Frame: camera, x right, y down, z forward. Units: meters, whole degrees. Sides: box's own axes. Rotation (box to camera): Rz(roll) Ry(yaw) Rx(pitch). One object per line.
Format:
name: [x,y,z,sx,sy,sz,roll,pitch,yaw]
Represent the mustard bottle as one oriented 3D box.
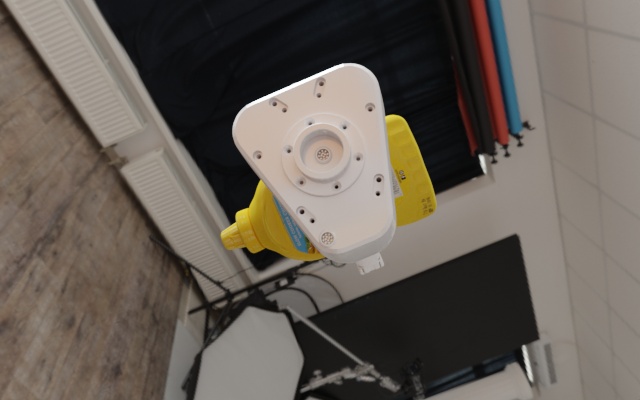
mustard bottle: [0.000,0.001,0.434,0.191,0.096,0.058,-23,14,3]
